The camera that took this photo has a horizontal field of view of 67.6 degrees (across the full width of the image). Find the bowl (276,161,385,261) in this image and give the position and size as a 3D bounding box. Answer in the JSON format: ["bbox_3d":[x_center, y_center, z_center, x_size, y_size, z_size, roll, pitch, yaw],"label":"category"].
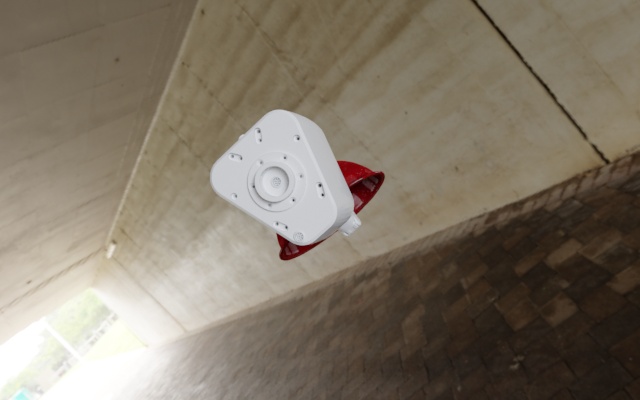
[{"bbox_3d":[0.000,0.002,0.584,0.162,0.055,0.162,-36,-15,-12],"label":"bowl"}]
